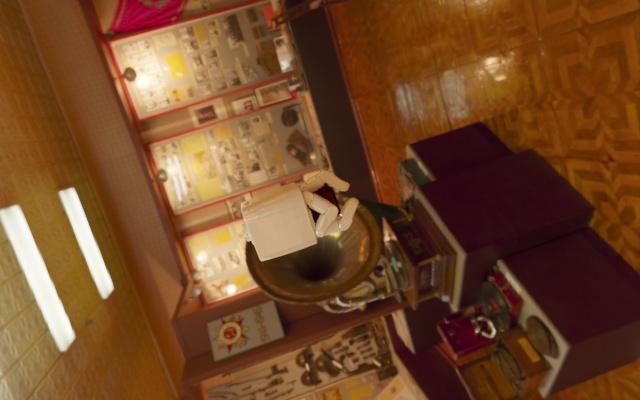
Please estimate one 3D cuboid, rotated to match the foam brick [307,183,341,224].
[{"bbox_3d":[0.000,0.003,0.886,0.051,0.053,0.078,-21,13,-5],"label":"foam brick"}]
